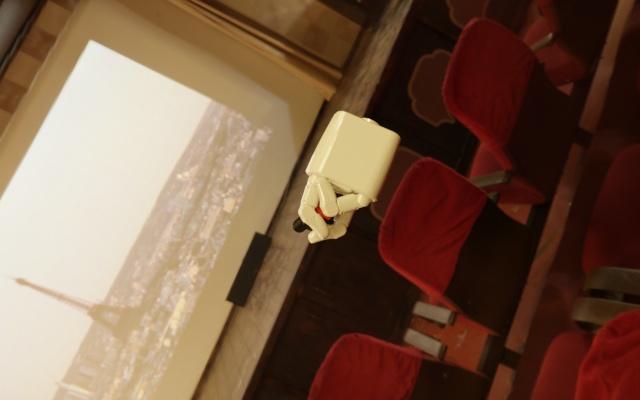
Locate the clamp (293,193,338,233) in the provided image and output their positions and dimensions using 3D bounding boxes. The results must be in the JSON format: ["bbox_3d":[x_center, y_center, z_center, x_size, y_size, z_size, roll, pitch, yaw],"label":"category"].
[{"bbox_3d":[0.000,0.002,0.809,0.039,0.120,0.171,26,-7,-12],"label":"clamp"}]
